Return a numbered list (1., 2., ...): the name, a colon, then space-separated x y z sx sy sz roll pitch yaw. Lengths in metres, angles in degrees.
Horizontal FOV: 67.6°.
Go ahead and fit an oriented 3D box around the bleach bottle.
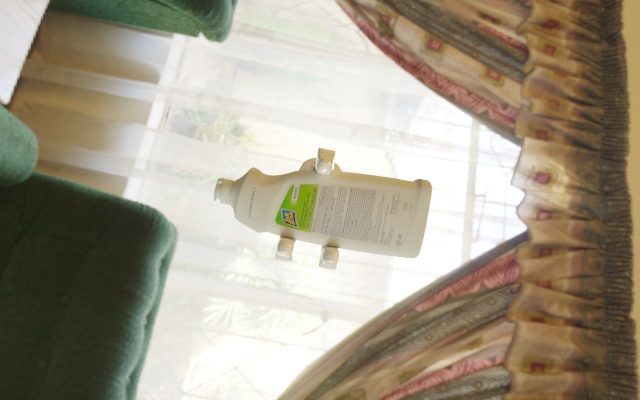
1. bleach bottle: 0.000 0.002 0.577 0.251 0.102 0.068 11 -1 -2
